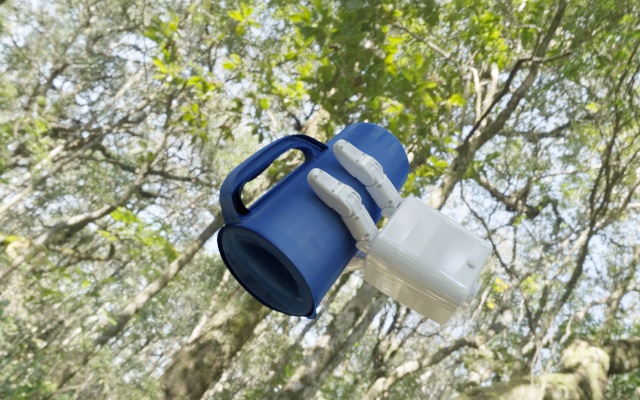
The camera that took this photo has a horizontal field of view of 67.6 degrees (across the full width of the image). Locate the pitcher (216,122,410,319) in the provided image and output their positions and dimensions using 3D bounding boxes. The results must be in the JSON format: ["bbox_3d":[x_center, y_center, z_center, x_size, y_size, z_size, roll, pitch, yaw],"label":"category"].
[{"bbox_3d":[0.000,0.002,0.560,0.145,0.149,0.242,31,53,17],"label":"pitcher"}]
